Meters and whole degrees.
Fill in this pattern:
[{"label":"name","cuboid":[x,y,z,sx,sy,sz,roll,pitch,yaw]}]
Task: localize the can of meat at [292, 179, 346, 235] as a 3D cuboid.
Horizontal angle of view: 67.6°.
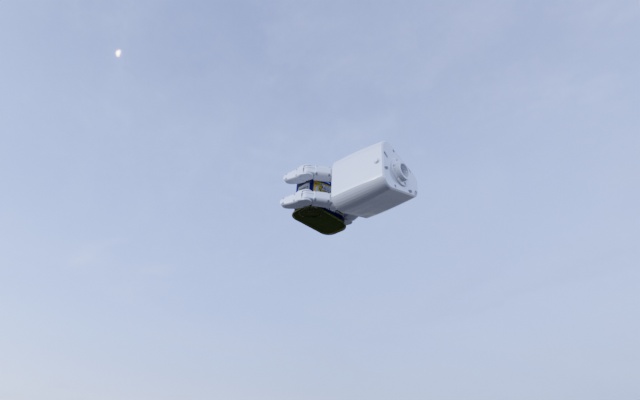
[{"label":"can of meat","cuboid":[0.000,0.003,0.865,0.102,0.084,0.057,30,-41,-35]}]
